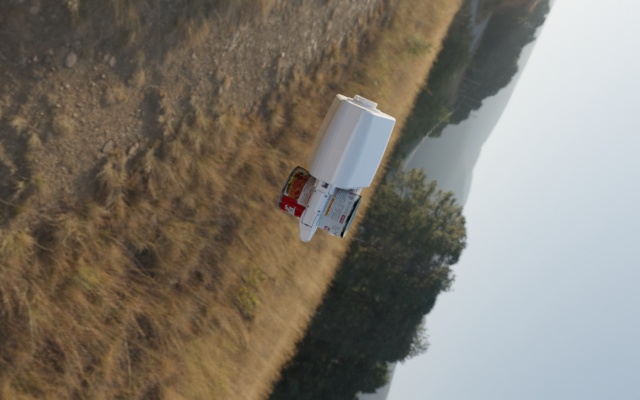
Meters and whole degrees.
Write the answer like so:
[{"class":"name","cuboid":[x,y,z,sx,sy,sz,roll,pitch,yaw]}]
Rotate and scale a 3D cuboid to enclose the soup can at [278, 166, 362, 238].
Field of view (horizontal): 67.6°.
[{"class":"soup can","cuboid":[0.000,0.003,0.678,0.102,0.068,0.068,25,4,8]}]
